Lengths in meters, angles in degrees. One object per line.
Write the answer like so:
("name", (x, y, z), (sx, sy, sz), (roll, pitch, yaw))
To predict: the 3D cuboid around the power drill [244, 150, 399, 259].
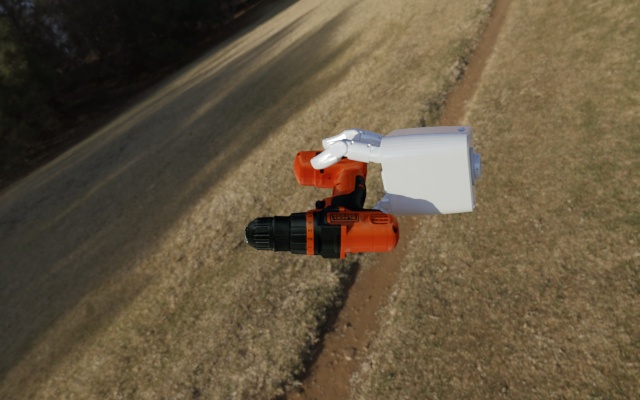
("power drill", (0.000, 0.002, 0.628), (0.184, 0.057, 0.187), (1, 36, -2))
